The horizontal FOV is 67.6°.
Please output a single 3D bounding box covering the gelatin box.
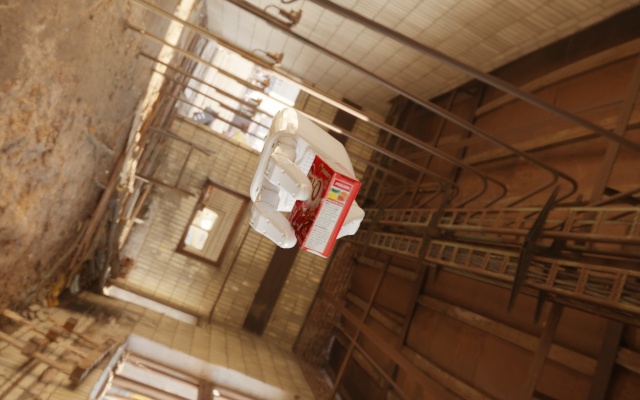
[{"bbox_3d":[0.001,0.002,0.443,0.030,0.073,0.089,21,11,-16],"label":"gelatin box"}]
